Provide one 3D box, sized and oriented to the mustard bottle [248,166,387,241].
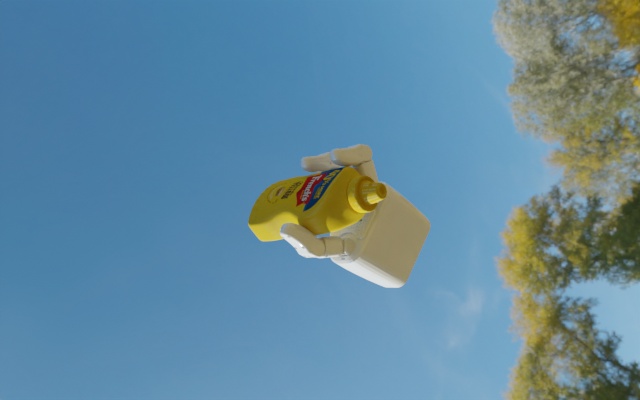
[{"bbox_3d":[0.000,0.002,0.576,0.191,0.058,0.096,-9,33,45],"label":"mustard bottle"}]
